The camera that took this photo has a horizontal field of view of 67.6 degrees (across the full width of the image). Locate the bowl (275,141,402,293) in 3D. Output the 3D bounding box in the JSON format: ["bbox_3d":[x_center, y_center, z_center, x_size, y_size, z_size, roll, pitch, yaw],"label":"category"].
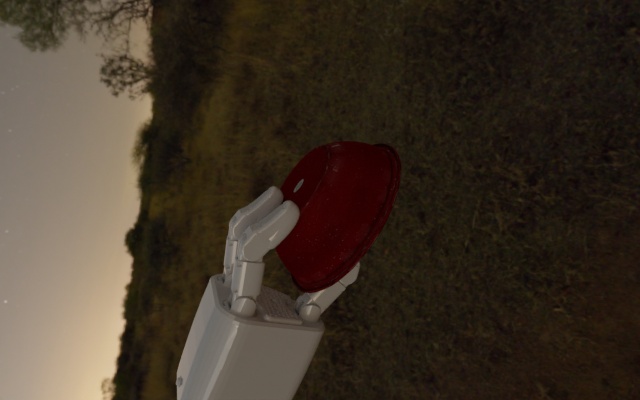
[{"bbox_3d":[0.000,0.000,0.447,0.055,0.162,0.162,33,-13,-21],"label":"bowl"}]
